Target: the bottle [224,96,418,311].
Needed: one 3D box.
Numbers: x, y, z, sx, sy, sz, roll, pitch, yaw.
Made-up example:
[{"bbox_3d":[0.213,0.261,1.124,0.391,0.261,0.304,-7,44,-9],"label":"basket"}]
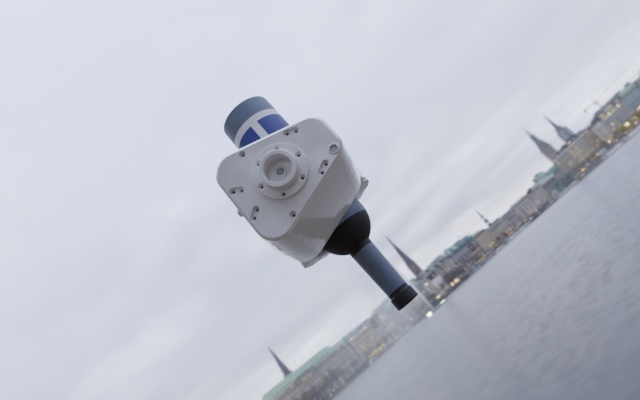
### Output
[{"bbox_3d":[0.000,0.002,0.545,0.069,0.295,0.069,-36,-19,-14],"label":"bottle"}]
